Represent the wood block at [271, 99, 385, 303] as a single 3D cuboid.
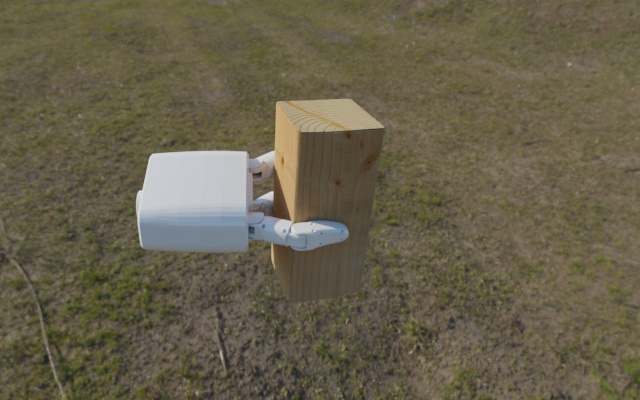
[{"bbox_3d":[0.000,0.002,0.534,0.090,0.206,0.090,-6,32,-18],"label":"wood block"}]
